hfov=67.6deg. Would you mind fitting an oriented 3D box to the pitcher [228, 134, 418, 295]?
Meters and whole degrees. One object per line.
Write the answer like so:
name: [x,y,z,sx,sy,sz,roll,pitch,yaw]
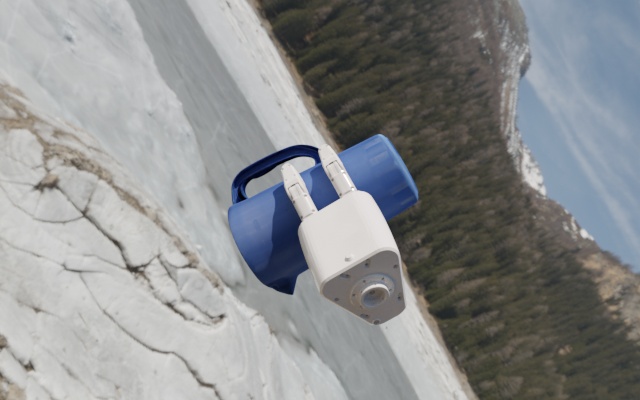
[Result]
pitcher: [0.000,0.002,0.661,0.243,0.149,0.145,-29,33,5]
